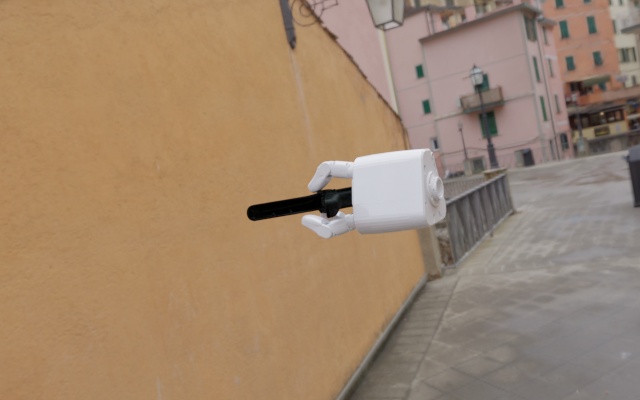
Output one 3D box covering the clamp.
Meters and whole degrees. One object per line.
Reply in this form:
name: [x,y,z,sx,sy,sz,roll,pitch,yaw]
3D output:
clamp: [0.000,0.002,0.747,0.164,0.036,0.210,-4,6,32]
